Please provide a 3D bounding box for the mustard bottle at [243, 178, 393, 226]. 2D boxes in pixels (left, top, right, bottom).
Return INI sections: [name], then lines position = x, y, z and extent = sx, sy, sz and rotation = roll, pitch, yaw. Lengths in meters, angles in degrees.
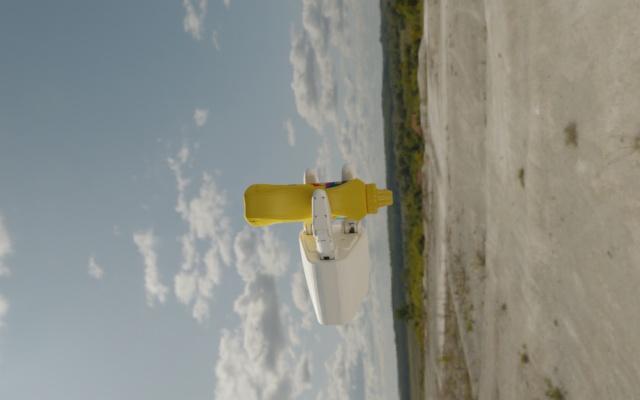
[mustard bottle]
position = 0.000, 0.002, 0.643
extent = 0.191, 0.058, 0.096
rotation = -3, -1, 8
